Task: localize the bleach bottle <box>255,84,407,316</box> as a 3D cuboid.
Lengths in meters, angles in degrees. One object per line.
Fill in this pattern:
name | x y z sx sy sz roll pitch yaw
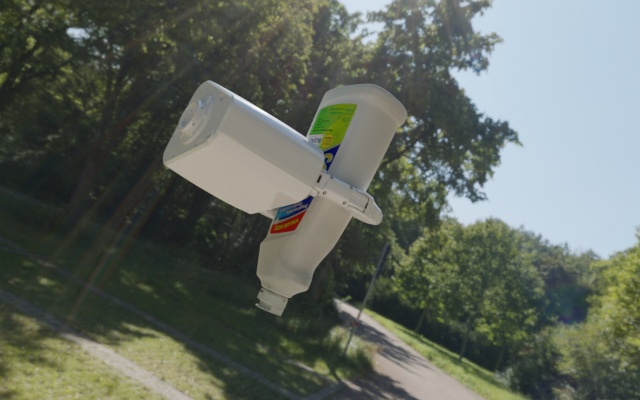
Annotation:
bleach bottle | 0.000 0.002 0.509 0.068 0.250 0.102 31 -13 -35
